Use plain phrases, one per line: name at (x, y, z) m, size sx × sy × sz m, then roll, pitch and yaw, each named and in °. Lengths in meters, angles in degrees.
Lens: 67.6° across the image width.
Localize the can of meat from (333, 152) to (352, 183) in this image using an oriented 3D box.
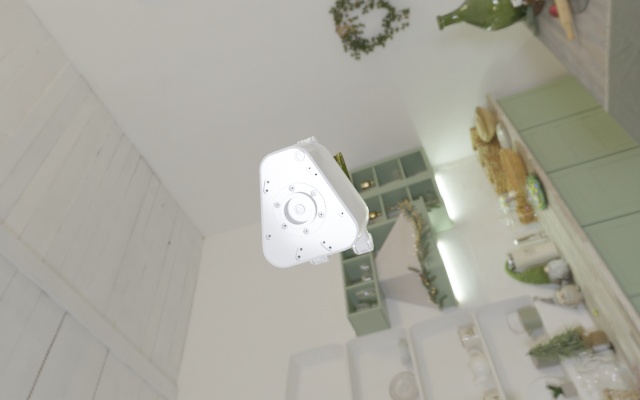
can of meat at (0.000, 0.002, 0.588) m, size 0.084 × 0.102 × 0.057 m, roll -17°, pitch 8°, yaw 9°
